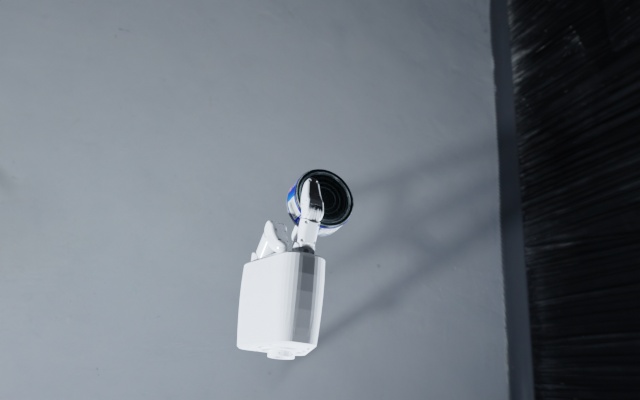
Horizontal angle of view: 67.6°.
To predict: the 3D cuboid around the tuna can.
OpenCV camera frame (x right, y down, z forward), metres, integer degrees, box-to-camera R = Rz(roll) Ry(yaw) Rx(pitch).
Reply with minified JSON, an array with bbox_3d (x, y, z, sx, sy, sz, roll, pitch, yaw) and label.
[{"bbox_3d":[0.000,0.002,0.633,0.086,0.086,0.034,0,-24,-26],"label":"tuna can"}]
